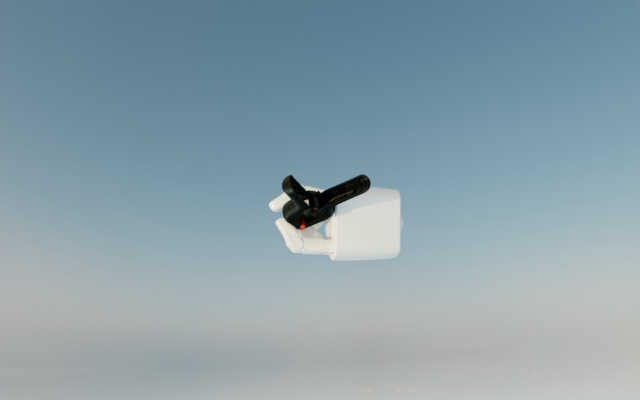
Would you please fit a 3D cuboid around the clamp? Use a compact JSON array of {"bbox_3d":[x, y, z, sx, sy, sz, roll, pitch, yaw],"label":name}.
[{"bbox_3d":[0.000,0.003,0.687,0.120,0.039,0.171,1,-19,-8],"label":"clamp"}]
